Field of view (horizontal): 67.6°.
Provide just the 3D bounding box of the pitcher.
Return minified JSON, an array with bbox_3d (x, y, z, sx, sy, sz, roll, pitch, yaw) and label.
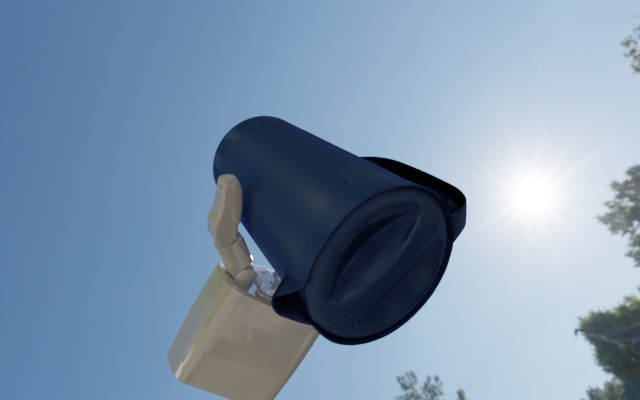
[{"bbox_3d":[0.000,0.002,0.438,0.149,0.145,0.242,24,10,-39],"label":"pitcher"}]
